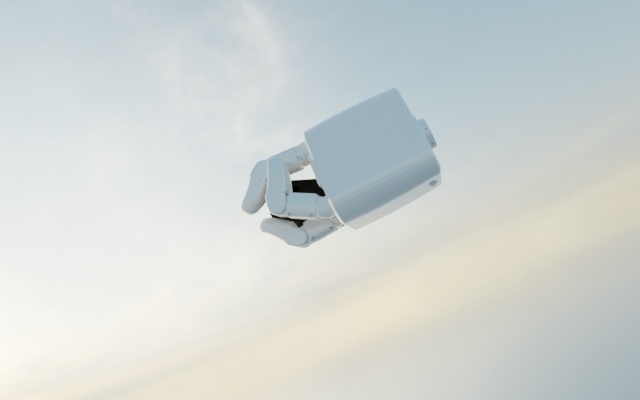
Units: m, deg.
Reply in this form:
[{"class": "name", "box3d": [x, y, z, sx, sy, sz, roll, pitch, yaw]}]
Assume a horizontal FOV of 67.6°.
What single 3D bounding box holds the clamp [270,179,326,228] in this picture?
[{"class": "clamp", "box3d": [0.000, 0.001, 0.566, 0.120, 0.039, 0.171, -27, -15, 9]}]
